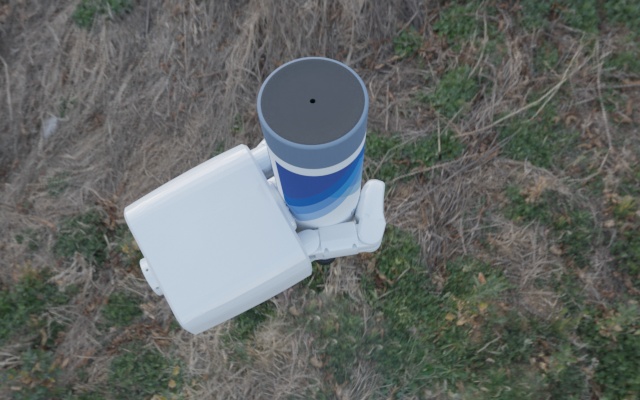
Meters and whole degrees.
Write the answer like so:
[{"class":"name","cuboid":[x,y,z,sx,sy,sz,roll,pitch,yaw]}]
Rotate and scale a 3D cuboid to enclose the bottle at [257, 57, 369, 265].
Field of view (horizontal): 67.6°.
[{"class":"bottle","cuboid":[0.000,0.001,0.416,0.069,0.069,0.296,0,-24,2]}]
